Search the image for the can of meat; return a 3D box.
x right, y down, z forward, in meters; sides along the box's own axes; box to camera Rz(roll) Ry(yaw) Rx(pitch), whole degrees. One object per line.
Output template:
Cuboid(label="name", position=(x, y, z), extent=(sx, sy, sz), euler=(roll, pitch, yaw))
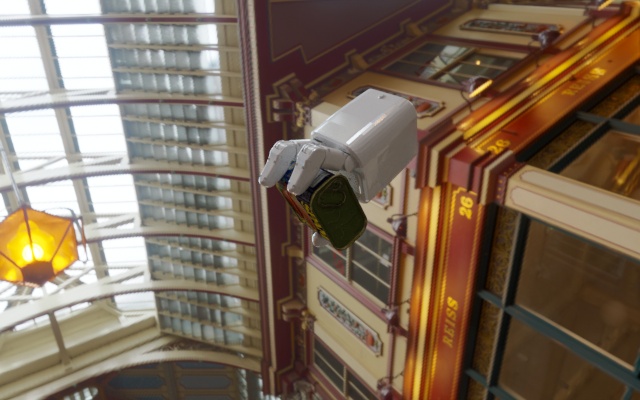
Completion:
Cuboid(label="can of meat", position=(0.000, 0.002, 0.593), extent=(0.057, 0.102, 0.084), euler=(-43, 41, -15))
